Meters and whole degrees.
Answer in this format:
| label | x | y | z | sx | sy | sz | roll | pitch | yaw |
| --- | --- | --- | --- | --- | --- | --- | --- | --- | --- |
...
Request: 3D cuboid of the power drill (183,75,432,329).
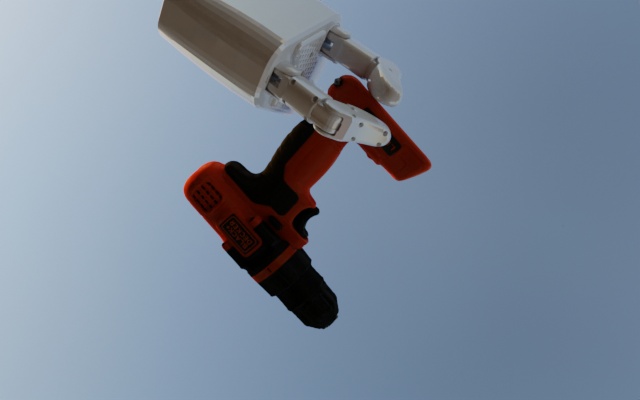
| label | x | y | z | sx | sy | sz | roll | pitch | yaw |
| --- | --- | --- | --- | --- | --- | --- | --- | --- | --- |
| power drill | 0.000 | 0.001 | 0.415 | 0.188 | 0.184 | 0.057 | -40 | 7 | 12 |
